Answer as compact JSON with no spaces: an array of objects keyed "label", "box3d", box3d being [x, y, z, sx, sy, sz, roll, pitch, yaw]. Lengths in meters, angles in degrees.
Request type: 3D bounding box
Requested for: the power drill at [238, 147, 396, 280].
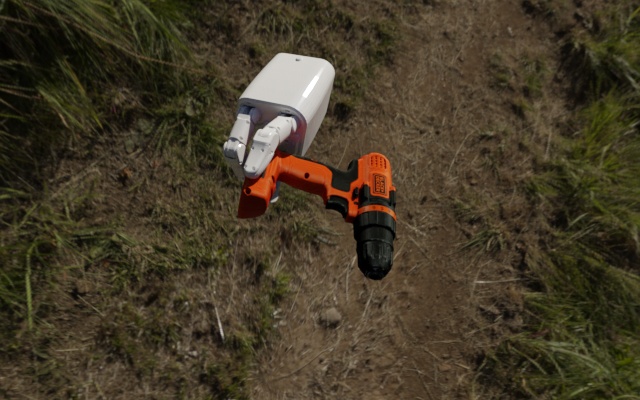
[{"label":"power drill","box3d":[0.000,0.002,0.573,0.187,0.184,0.057,13,-44,-9]}]
